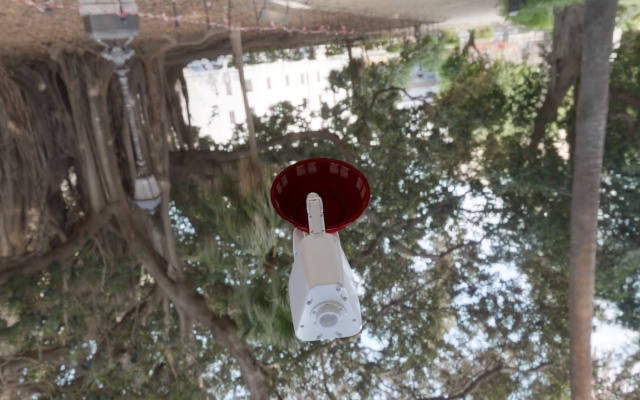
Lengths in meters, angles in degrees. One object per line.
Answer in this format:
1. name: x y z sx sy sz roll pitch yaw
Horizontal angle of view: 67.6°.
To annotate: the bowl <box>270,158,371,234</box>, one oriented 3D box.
1. bowl: 0.000 0.002 0.786 0.162 0.162 0.055 0 -42 1
